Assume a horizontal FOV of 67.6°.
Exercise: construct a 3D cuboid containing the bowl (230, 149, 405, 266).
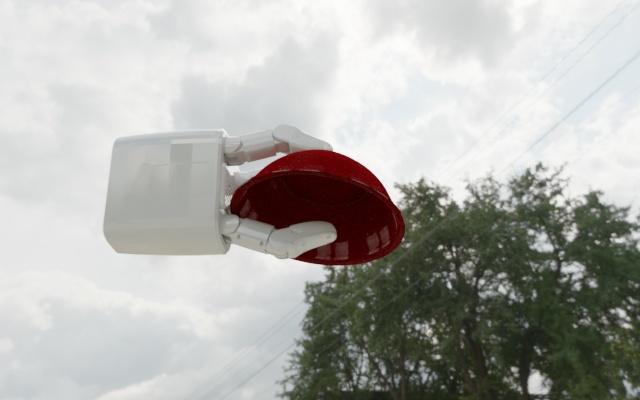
[{"bbox_3d":[0.001,0.001,0.453,0.162,0.055,0.162,7,-34,5],"label":"bowl"}]
